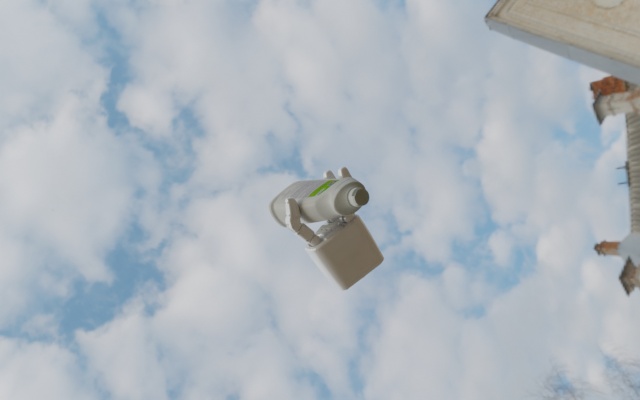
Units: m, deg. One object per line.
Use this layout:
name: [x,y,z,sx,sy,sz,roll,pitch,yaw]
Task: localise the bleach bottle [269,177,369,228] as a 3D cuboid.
bleach bottle: [0.000,0.003,0.869,0.102,0.068,0.251,-43,18,-23]
